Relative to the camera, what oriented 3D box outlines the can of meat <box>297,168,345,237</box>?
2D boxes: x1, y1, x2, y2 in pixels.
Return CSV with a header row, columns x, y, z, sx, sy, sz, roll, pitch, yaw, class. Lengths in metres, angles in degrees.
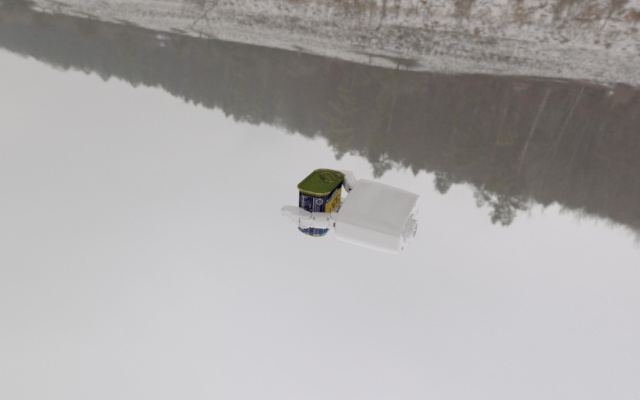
x,y,z,sx,sy,sz,roll,pitch,yaw,class
0.000,0.003,0.819,0.057,0.084,0.102,13,28,19,can of meat
